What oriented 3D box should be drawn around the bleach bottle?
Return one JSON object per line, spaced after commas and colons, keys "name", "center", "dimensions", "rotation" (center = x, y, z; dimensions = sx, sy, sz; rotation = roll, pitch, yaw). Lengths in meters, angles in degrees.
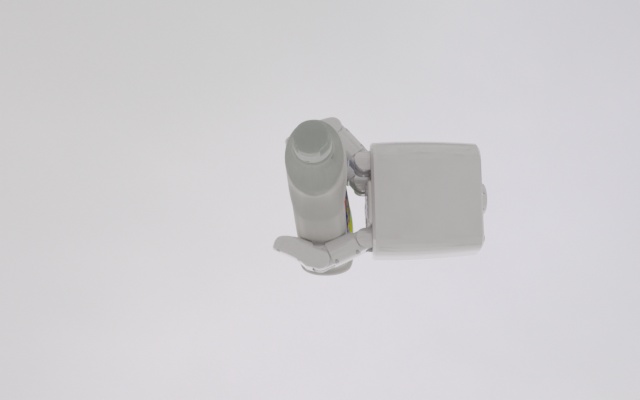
{"name": "bleach bottle", "center": [0.000, 0.001, 0.481], "dimensions": [0.068, 0.102, 0.251], "rotation": [-2, -20, 3]}
